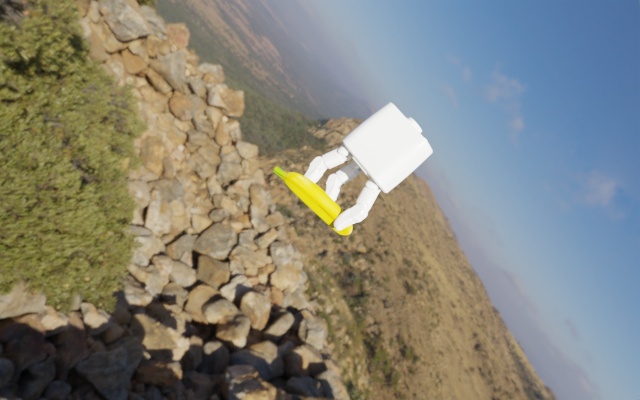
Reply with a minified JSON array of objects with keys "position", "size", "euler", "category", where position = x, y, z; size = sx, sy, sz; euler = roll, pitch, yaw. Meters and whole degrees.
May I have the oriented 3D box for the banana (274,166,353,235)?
[{"position":[0.004,0.008,0.815],"size":[0.198,0.037,0.069],"euler":[44,2,-31],"category":"banana"}]
